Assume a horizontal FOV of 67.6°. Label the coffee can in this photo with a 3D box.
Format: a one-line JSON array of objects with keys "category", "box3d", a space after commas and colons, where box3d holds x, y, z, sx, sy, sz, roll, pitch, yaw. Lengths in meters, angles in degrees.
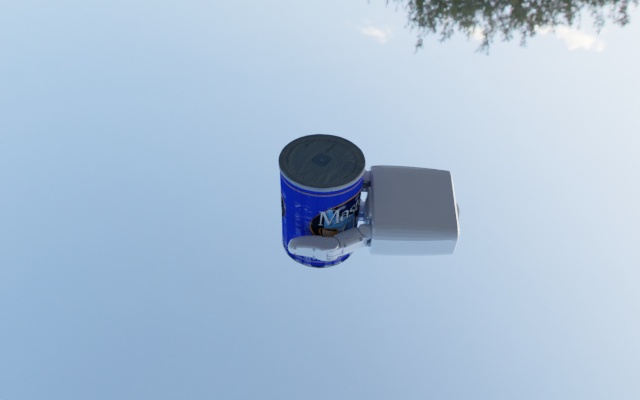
[{"category": "coffee can", "box3d": [0.000, 0.002, 0.607, 0.103, 0.140, 0.102, 1, 43, -1]}]
